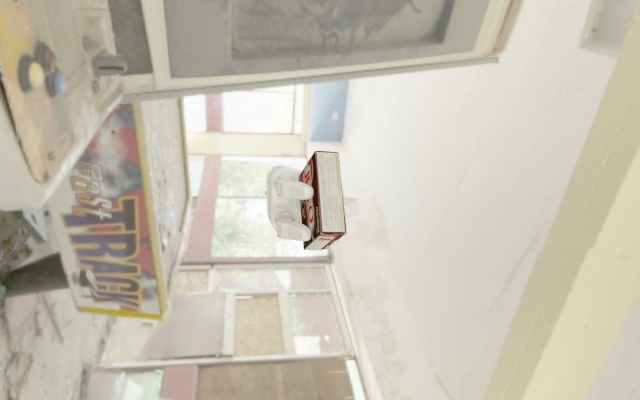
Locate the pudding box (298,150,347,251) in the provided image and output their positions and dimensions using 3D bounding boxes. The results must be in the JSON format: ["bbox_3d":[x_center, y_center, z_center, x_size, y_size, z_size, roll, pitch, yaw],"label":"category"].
[{"bbox_3d":[0.000,0.002,0.632,0.039,0.113,0.090,-1,-18,-16],"label":"pudding box"}]
